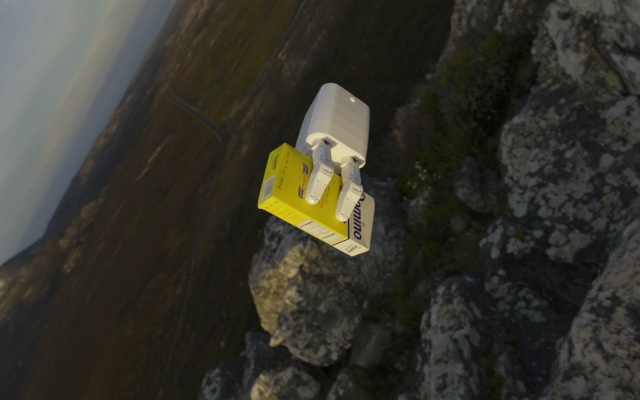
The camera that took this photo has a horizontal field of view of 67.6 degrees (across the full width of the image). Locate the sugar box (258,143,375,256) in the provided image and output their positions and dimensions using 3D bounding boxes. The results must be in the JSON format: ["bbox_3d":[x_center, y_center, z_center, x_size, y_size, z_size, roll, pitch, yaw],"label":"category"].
[{"bbox_3d":[0.000,0.002,0.682,0.176,0.093,0.048,28,-35,-27],"label":"sugar box"}]
